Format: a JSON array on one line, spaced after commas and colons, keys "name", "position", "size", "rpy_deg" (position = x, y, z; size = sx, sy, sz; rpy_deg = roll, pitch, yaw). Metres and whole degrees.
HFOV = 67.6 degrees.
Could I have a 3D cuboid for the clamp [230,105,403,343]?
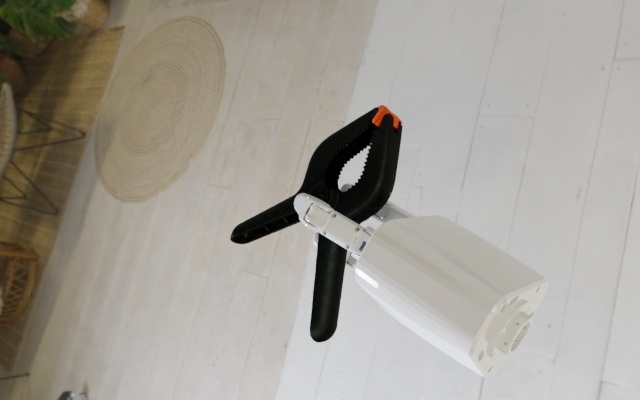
[{"name": "clamp", "position": [0.000, 0.001, 0.455], "size": [0.164, 0.210, 0.036], "rpy_deg": [32, 5, 39]}]
